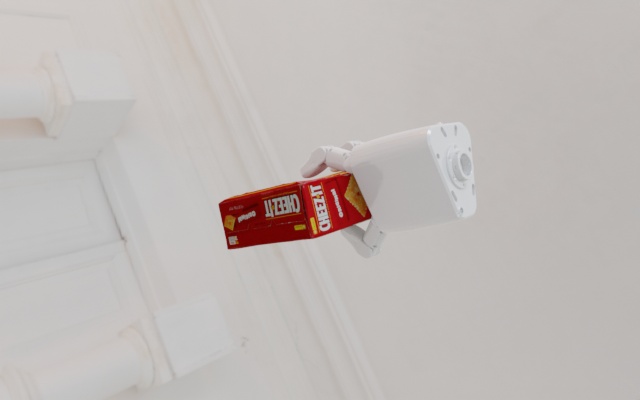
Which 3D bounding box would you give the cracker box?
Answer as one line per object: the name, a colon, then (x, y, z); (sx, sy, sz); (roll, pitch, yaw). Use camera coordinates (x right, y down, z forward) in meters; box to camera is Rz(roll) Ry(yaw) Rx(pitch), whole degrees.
cracker box: (0.000, 0.002, 0.635); (0.164, 0.072, 0.213); (-12, 1, 44)
